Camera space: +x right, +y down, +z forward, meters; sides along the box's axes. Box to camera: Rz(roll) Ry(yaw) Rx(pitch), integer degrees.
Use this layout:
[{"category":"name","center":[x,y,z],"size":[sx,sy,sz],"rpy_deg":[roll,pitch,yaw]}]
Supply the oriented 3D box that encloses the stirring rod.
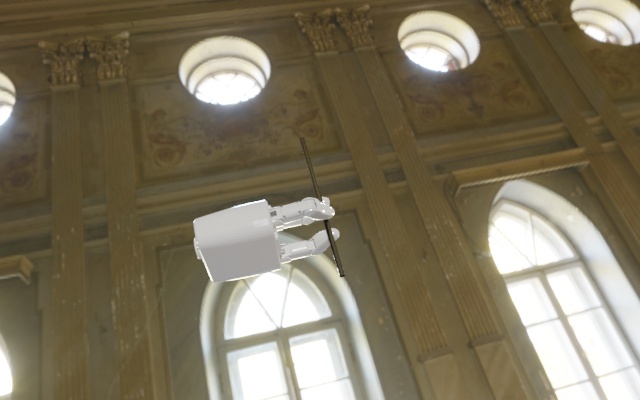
[{"category":"stirring rod","center":[0.000,0.002,0.716],"size":[0.011,0.239,0.011],"rpy_deg":[-13,-27,-7]}]
